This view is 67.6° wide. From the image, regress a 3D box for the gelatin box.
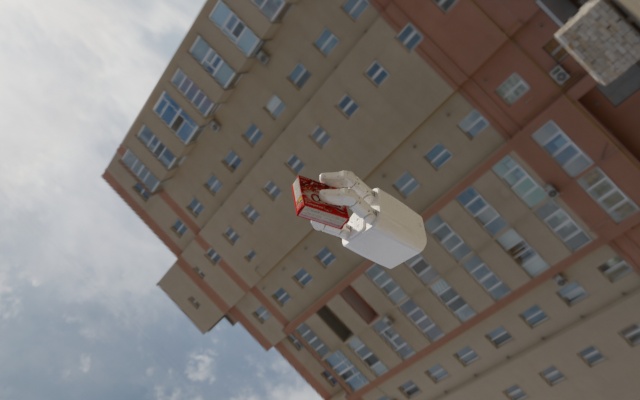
[{"bbox_3d":[0.000,0.003,0.790,0.089,0.073,0.030,18,-53,-26],"label":"gelatin box"}]
